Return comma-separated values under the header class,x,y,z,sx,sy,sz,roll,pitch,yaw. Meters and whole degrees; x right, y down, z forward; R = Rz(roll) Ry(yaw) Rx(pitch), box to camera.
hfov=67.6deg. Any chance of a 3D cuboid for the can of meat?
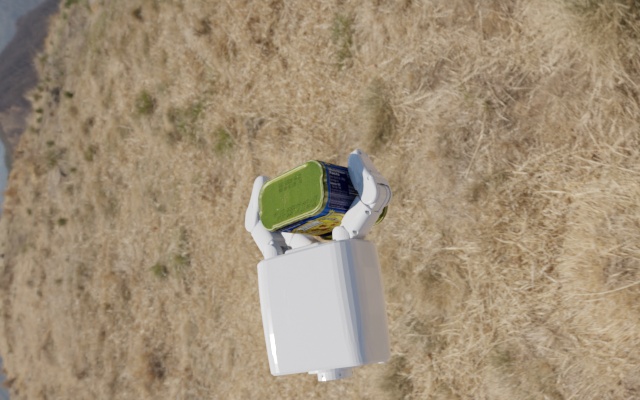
class,x,y,z,sx,sy,sz,roll,pitch,yaw
can of meat,0.000,0.001,0.472,0.084,0.057,0.102,9,-23,-42
